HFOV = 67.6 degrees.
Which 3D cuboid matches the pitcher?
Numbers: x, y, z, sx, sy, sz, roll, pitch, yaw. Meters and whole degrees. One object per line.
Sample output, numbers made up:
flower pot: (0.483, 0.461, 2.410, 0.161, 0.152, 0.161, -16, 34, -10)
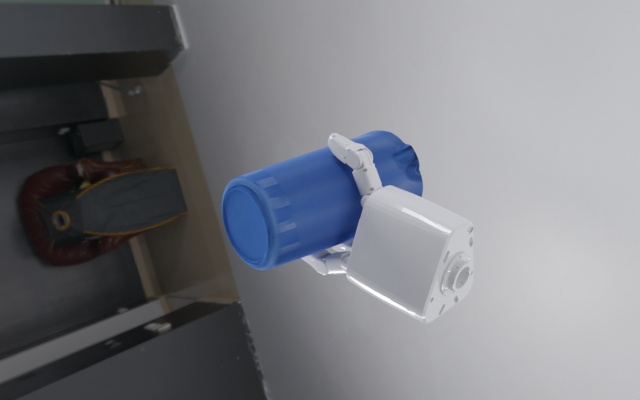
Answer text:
pitcher: (0.000, 0.002, 0.602, 0.243, 0.149, 0.145, -19, 34, -39)
